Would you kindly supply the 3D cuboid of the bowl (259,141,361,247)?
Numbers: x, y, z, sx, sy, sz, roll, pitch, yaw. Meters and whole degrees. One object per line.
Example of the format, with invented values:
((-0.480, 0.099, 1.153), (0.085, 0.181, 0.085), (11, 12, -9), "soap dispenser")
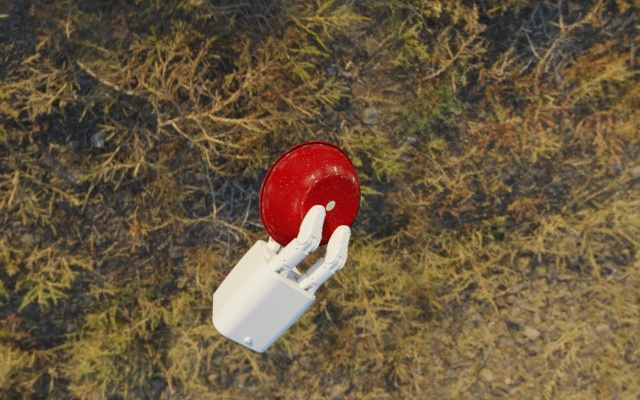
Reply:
((0.001, 0.001, 0.655), (0.162, 0.162, 0.055), (0, 16, -33), "bowl")
